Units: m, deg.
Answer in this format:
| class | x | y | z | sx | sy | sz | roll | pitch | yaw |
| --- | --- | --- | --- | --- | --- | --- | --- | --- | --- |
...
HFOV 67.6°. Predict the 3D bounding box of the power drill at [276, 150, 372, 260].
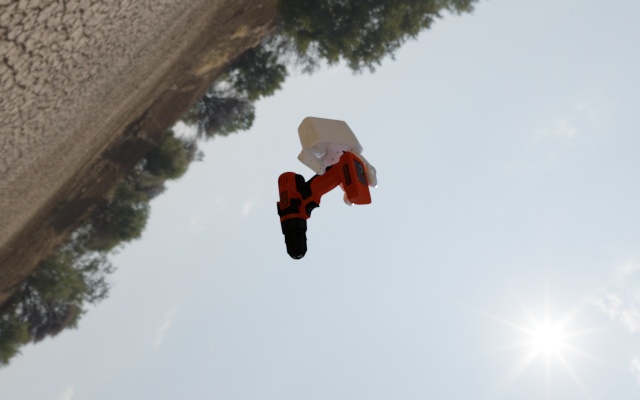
| class | x | y | z | sx | sy | sz | roll | pitch | yaw |
| --- | --- | --- | --- | --- | --- | --- | --- | --- | --- |
| power drill | 0.001 | 0.003 | 0.897 | 0.188 | 0.184 | 0.057 | -23 | -29 | 26 |
